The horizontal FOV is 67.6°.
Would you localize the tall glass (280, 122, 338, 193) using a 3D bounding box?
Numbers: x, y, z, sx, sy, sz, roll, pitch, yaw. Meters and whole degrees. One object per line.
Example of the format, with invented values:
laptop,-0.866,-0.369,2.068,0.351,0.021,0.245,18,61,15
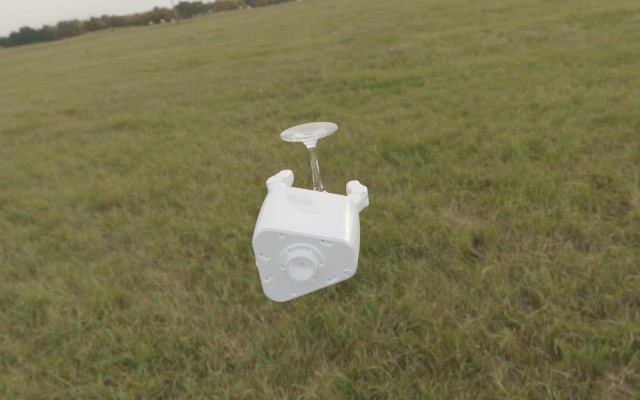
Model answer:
tall glass,0.000,0.001,0.643,0.079,0.201,0.079,-8,23,4
